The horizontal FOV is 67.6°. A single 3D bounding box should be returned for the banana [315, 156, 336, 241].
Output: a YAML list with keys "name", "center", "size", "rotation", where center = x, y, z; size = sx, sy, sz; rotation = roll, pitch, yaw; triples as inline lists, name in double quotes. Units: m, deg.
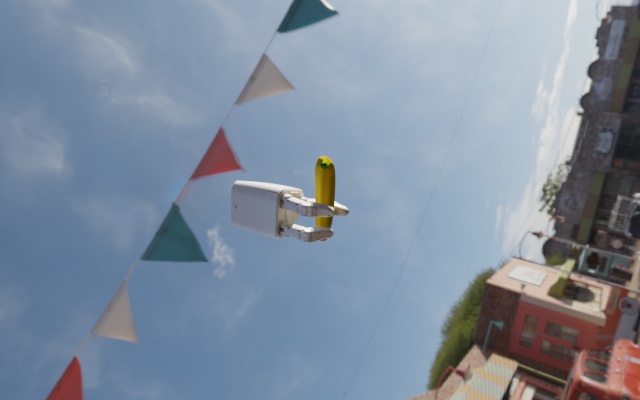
- name: "banana"
  center: [0.005, -0.012, 0.882]
  size: [0.037, 0.198, 0.069]
  rotation: [11, 45, 13]
